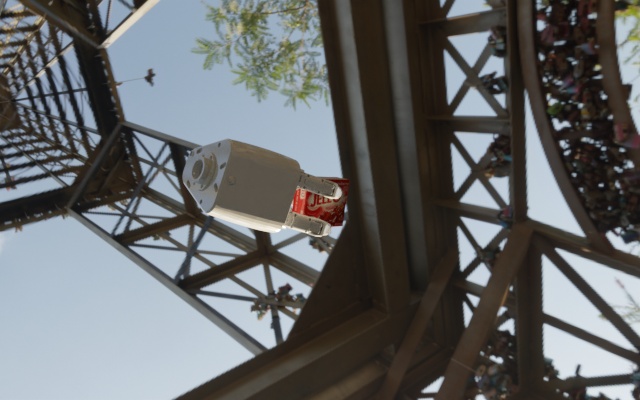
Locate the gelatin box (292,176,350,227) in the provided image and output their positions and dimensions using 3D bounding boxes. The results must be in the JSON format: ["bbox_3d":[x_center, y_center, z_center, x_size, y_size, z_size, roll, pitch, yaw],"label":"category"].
[{"bbox_3d":[0.000,0.002,0.701,0.030,0.073,0.089,16,12,43],"label":"gelatin box"}]
